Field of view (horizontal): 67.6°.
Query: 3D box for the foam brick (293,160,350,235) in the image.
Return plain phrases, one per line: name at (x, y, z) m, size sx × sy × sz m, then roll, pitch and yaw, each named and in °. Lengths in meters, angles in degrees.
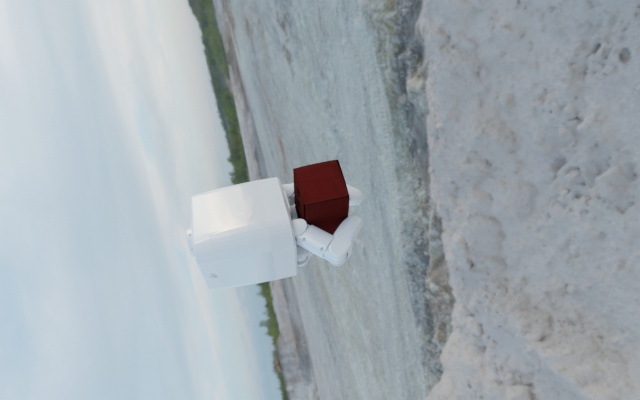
foam brick at (0.000, 0.001, 0.535) m, size 0.051 × 0.053 × 0.078 m, roll -10°, pitch -35°, yaw -8°
